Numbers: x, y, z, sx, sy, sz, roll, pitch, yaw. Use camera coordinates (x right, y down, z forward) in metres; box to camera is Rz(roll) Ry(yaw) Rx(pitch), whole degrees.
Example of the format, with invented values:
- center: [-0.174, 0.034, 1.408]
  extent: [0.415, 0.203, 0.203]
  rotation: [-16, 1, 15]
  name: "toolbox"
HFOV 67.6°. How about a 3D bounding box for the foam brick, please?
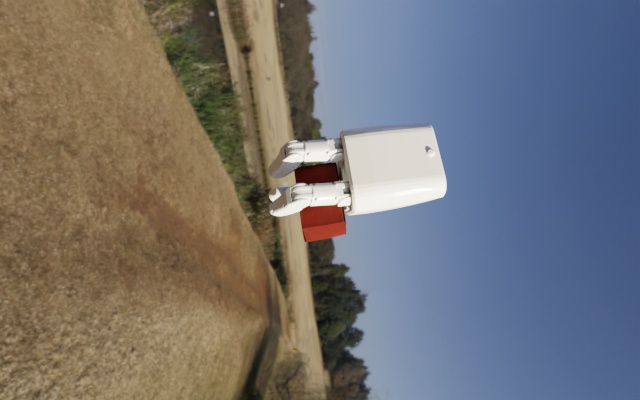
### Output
- center: [0.000, 0.002, 0.561]
  extent: [0.051, 0.078, 0.053]
  rotation: [-8, -21, -1]
  name: "foam brick"
